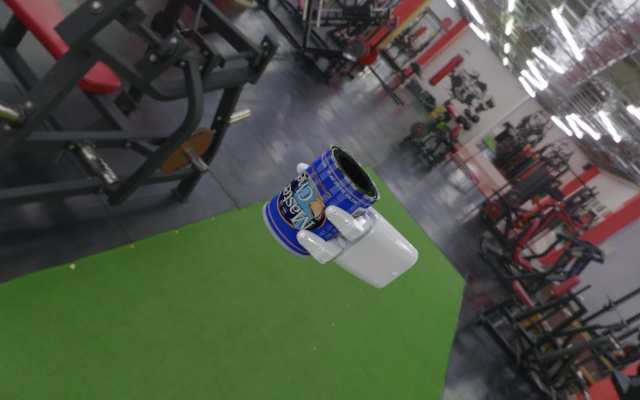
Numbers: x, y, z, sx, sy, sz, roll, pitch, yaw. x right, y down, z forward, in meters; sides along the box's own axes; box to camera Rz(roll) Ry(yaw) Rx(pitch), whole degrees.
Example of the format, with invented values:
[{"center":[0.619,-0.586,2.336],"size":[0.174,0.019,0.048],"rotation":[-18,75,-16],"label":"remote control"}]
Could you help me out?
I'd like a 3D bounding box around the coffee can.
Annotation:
[{"center":[0.000,0.002,0.692],"size":[0.140,0.102,0.103],"rotation":[-41,-17,21],"label":"coffee can"}]
